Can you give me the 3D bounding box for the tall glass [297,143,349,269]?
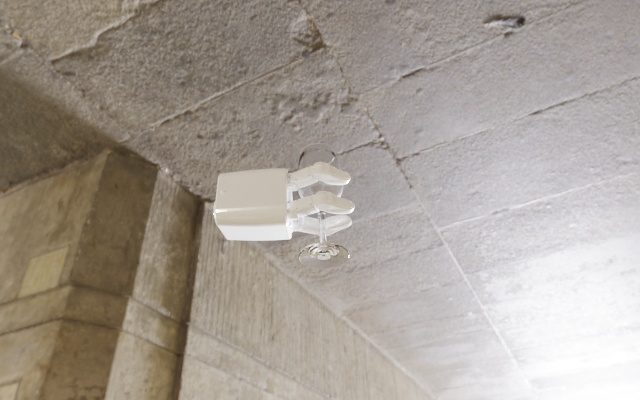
[{"bbox_3d":[0.000,0.003,0.753,0.079,0.200,0.079,-2,-37,-1],"label":"tall glass"}]
